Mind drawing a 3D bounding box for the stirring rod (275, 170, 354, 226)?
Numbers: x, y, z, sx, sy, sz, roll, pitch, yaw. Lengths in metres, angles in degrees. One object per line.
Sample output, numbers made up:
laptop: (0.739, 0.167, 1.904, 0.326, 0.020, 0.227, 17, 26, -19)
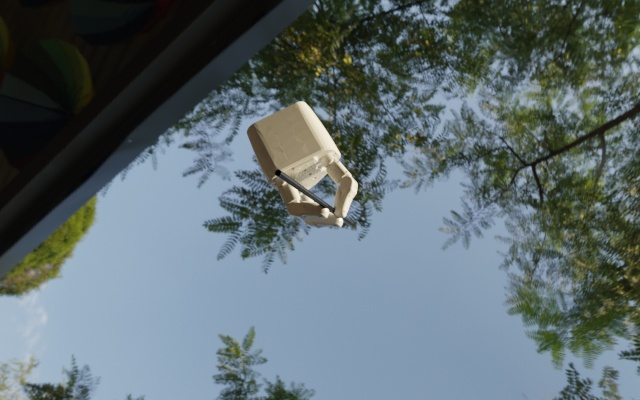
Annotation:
stirring rod: (0.000, 0.002, 0.645, 0.011, 0.011, 0.239, 0, -16, 25)
